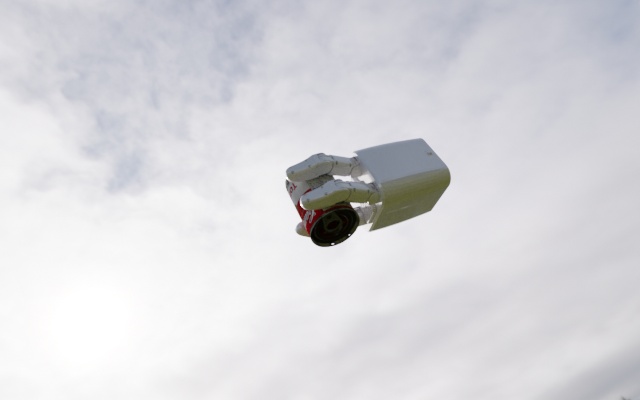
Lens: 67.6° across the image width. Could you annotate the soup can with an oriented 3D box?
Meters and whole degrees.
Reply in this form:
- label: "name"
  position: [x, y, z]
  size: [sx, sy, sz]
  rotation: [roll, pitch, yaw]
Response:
- label: "soup can"
  position: [0.000, 0.002, 0.633]
  size: [0.068, 0.068, 0.102]
  rotation: [0, 41, -30]
